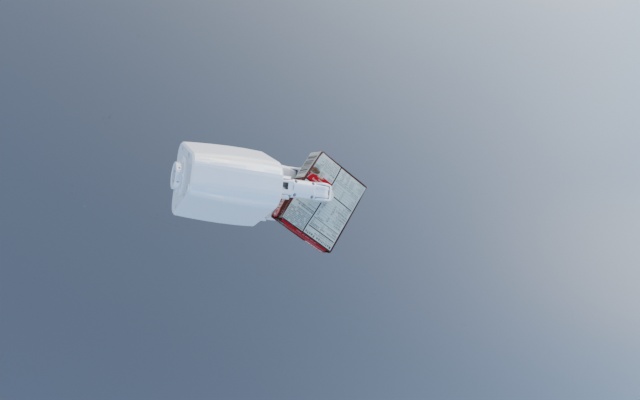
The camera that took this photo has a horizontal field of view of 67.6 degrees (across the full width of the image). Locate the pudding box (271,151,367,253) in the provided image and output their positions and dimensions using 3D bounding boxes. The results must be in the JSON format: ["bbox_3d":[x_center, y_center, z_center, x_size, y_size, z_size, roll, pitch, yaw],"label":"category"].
[{"bbox_3d":[0.000,0.002,0.653,0.090,0.113,0.039,38,-17,-22],"label":"pudding box"}]
